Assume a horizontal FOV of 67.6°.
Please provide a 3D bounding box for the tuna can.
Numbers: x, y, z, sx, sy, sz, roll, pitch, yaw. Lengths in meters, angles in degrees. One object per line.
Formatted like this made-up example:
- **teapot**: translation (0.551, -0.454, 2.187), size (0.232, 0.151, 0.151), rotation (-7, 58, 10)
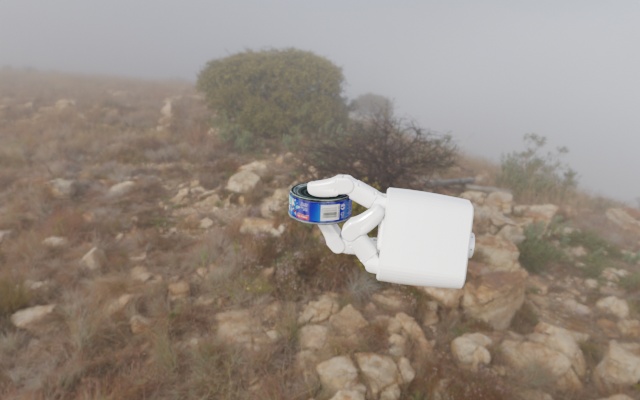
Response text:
- **tuna can**: translation (0.000, 0.002, 0.641), size (0.086, 0.034, 0.086), rotation (2, 19, -1)
